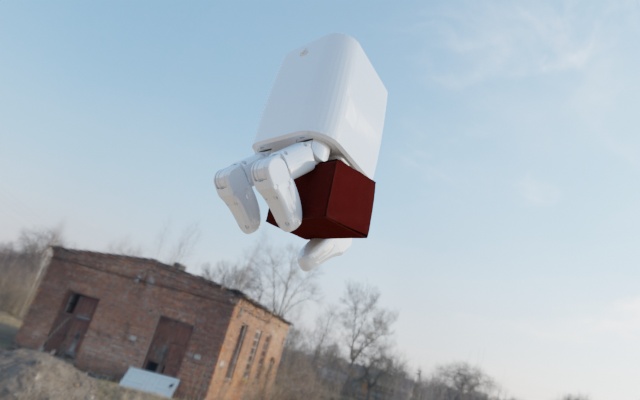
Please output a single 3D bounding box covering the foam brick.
[{"bbox_3d":[0.000,0.001,0.410,0.078,0.051,0.053,-6,-25,46],"label":"foam brick"}]
